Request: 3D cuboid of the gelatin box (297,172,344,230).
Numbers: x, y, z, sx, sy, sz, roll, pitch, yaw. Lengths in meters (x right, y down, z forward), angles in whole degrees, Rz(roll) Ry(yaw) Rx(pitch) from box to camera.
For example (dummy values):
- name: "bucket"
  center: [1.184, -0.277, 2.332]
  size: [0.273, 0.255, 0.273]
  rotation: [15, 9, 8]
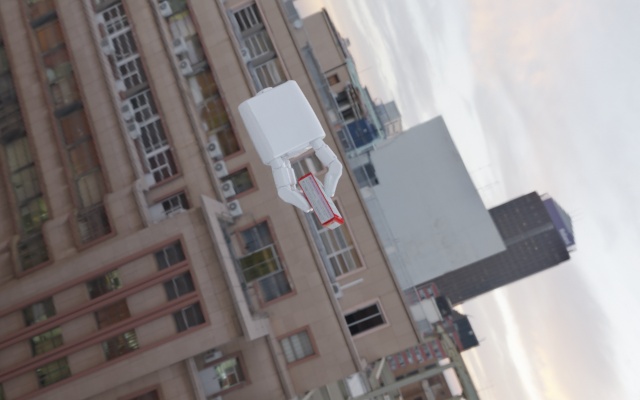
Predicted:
- name: "gelatin box"
  center: [0.001, 0.003, 0.795]
  size: [0.030, 0.089, 0.073]
  rotation: [-32, -14, 6]
